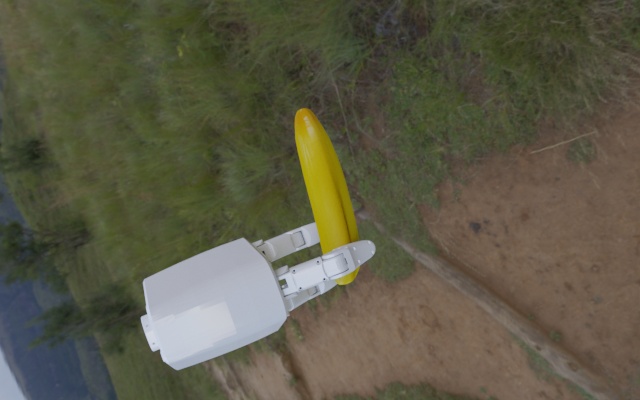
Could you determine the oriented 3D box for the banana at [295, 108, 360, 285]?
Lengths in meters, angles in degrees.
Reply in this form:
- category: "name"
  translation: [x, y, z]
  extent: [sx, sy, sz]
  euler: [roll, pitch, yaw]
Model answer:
- category: "banana"
  translation: [0.008, 0.010, 0.469]
  extent: [0.037, 0.198, 0.069]
  euler: [-20, 25, -16]
